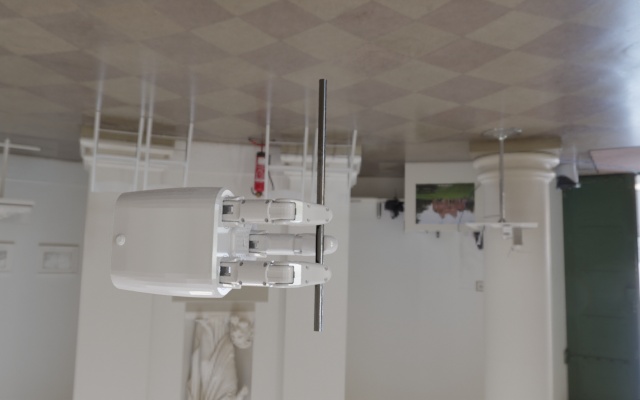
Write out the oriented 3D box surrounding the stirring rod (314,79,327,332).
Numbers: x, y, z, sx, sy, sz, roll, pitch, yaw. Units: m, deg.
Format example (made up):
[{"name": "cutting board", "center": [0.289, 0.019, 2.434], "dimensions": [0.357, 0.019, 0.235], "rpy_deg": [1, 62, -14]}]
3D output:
[{"name": "stirring rod", "center": [0.000, 0.001, 0.456], "dimensions": [0.011, 0.239, 0.011], "rpy_deg": [1, -6, 0]}]
